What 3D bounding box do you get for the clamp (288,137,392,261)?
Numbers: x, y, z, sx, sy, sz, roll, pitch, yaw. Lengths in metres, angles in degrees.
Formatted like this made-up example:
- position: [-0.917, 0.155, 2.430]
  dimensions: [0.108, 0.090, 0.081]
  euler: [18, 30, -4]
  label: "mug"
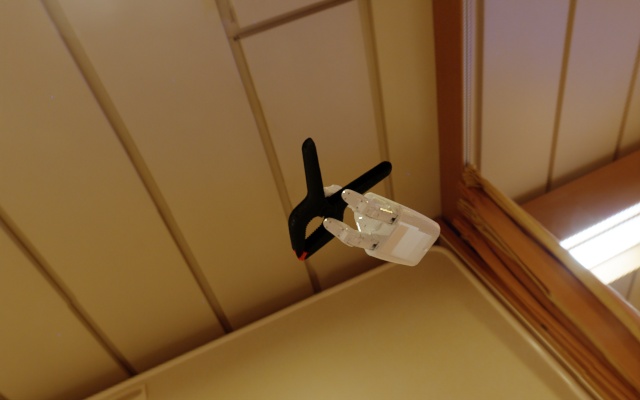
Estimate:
- position: [0.000, 0.003, 0.751]
  dimensions: [0.164, 0.210, 0.036]
  euler: [21, 22, -35]
  label: "clamp"
